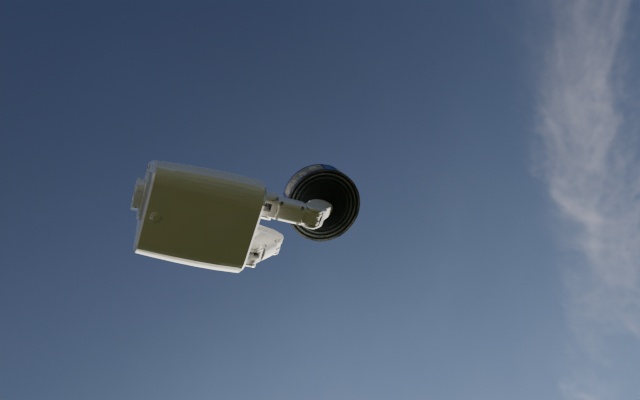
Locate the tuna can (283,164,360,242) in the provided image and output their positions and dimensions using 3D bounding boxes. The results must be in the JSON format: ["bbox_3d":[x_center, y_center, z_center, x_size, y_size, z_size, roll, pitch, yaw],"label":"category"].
[{"bbox_3d":[0.000,0.002,0.553,0.086,0.086,0.033,0,18,-17],"label":"tuna can"}]
